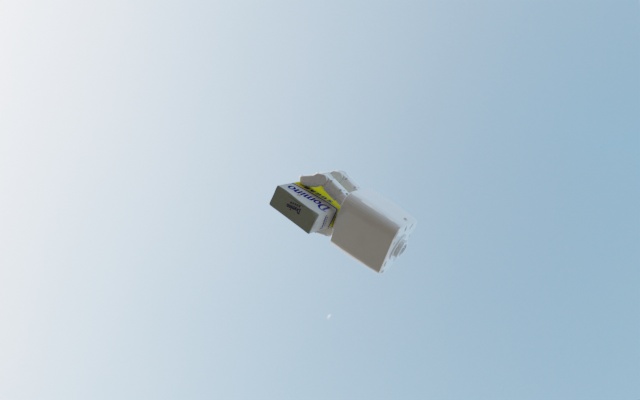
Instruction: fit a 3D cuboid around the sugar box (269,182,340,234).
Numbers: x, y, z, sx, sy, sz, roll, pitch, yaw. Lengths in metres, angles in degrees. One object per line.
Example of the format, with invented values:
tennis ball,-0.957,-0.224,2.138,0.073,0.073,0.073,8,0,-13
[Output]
sugar box,0.001,0.002,0.846,0.093,0.048,0.176,35,22,22
